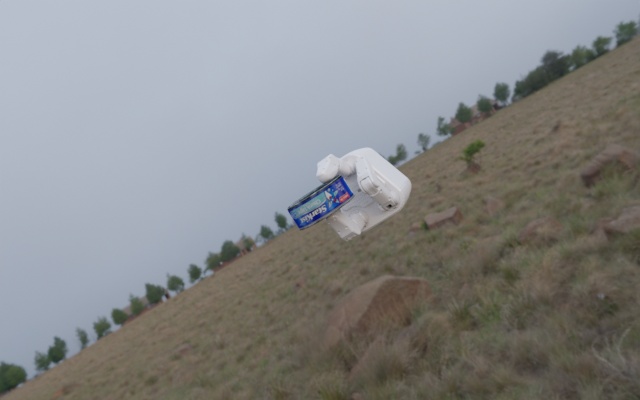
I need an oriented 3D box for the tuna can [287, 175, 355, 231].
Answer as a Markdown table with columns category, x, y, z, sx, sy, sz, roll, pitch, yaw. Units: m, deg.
| category | x | y | z | sx | sy | sz | roll | pitch | yaw |
| --- | --- | --- | --- | --- | --- | --- | --- | --- | --- |
| tuna can | 0.000 | 0.002 | 0.619 | 0.086 | 0.034 | 0.086 | -32 | 4 | 3 |
